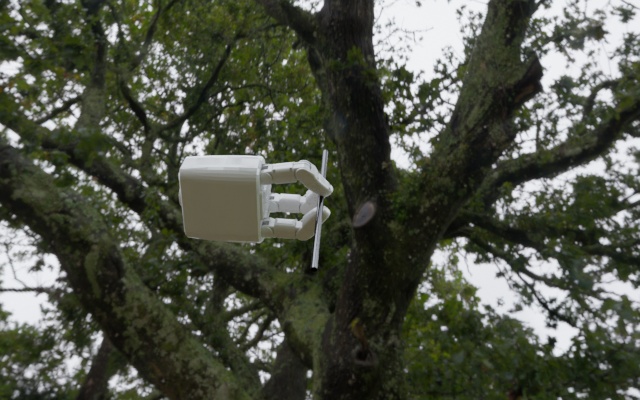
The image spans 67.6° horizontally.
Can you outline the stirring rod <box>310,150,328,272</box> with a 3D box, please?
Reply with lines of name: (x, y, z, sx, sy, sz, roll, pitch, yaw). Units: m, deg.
stirring rod: (0.000, 0.002, 0.630, 0.011, 0.011, 0.239, 0, 39, 5)
